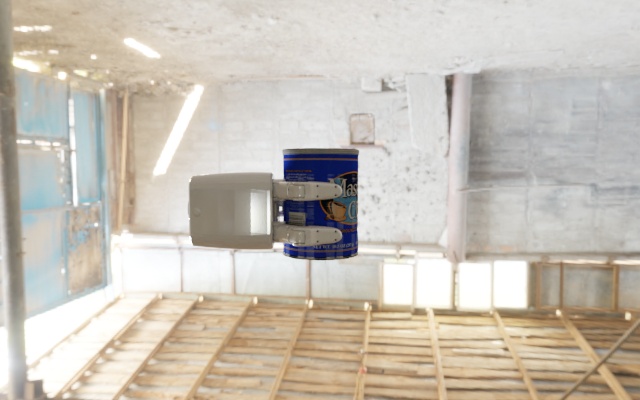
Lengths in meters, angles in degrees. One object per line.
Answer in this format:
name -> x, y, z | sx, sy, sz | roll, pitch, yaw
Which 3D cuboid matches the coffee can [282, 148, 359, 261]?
coffee can -> 0.000, 0.002, 0.641 | 0.103, 0.140, 0.103 | 0, 4, 0
